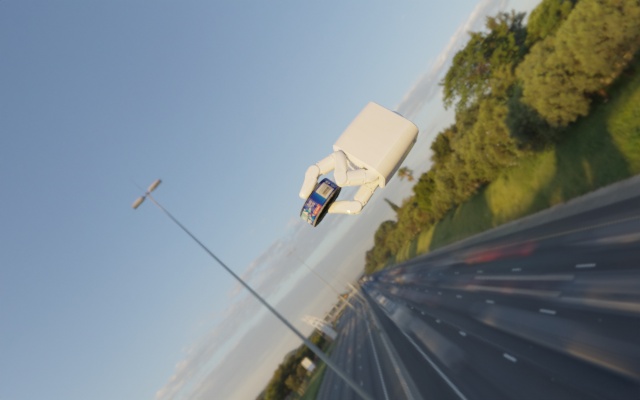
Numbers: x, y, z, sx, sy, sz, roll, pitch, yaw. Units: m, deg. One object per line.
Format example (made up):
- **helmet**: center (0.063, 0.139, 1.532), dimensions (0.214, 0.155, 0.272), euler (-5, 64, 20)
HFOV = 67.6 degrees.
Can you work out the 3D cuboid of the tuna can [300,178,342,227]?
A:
- **tuna can**: center (0.000, 0.002, 0.845), dimensions (0.034, 0.086, 0.086), euler (34, 6, 9)
